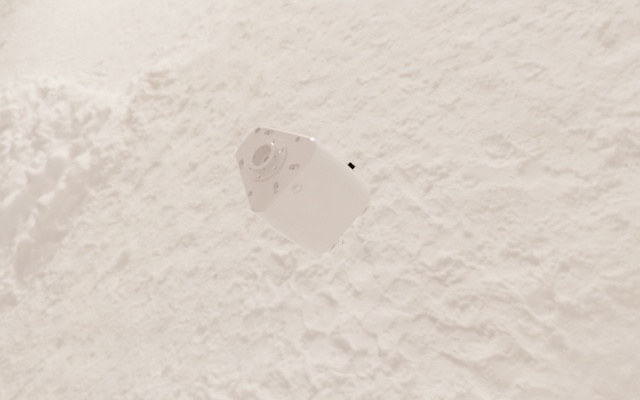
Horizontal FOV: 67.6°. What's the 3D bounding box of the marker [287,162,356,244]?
[{"bbox_3d":[0.000,0.002,0.579,0.020,0.121,0.020,40,2,-1],"label":"marker"}]
